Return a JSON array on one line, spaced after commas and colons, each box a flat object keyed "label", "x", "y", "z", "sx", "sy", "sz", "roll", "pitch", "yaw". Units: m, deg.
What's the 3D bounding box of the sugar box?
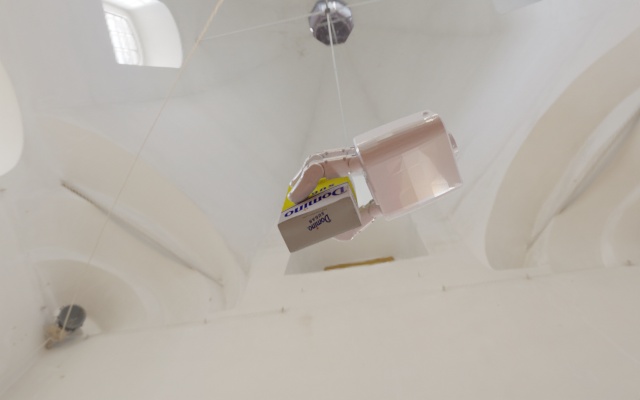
[{"label": "sugar box", "x": 0.000, "y": 0.001, "z": 0.625, "sx": 0.093, "sy": 0.048, "sz": 0.176, "roll": -22, "pitch": 14, "yaw": 7}]
